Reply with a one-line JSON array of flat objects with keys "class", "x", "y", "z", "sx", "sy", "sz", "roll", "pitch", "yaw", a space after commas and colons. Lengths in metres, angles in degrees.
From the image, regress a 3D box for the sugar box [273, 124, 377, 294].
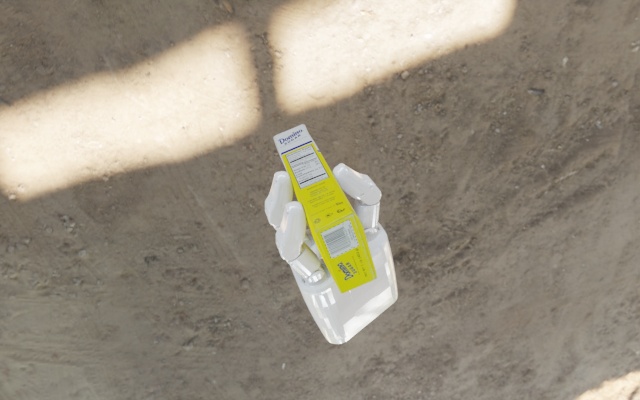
[{"class": "sugar box", "x": 0.000, "y": 0.002, "z": 0.502, "sx": 0.048, "sy": 0.093, "sz": 0.176, "roll": -24, "pitch": 39, "yaw": -5}]
